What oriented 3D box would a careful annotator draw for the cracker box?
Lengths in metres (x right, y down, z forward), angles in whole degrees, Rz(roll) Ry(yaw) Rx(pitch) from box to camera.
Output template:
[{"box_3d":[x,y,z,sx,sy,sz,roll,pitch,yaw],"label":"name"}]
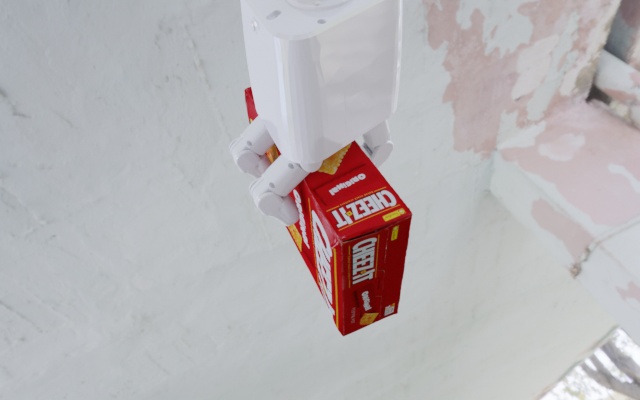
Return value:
[{"box_3d":[0.000,0.001,0.475,0.072,0.213,0.164,-21,-39,-13],"label":"cracker box"}]
